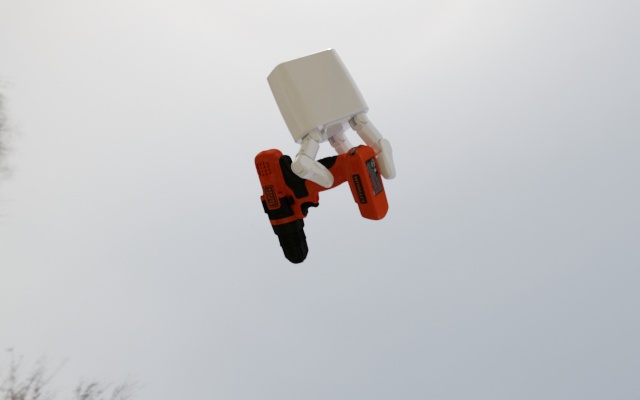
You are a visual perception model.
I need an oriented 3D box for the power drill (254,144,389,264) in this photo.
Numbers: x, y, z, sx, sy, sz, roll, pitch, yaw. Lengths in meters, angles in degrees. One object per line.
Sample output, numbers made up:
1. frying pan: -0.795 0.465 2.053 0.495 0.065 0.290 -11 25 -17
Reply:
1. power drill: 0.000 0.002 0.700 0.187 0.184 0.057 -10 15 28
